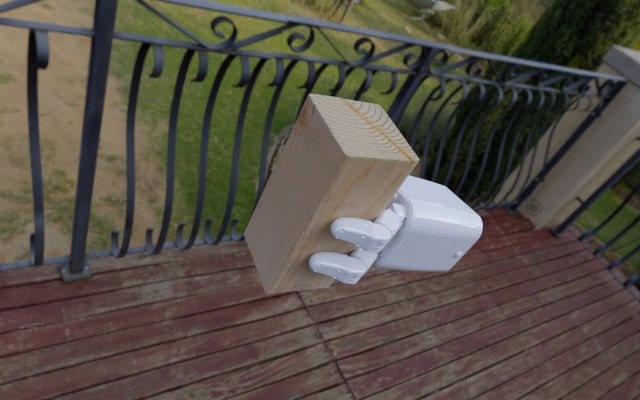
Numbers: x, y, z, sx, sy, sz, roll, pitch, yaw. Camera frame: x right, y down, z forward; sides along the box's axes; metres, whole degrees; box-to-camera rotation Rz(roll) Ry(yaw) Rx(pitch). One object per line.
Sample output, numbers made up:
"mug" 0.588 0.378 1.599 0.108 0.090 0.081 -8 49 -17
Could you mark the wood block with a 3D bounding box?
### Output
"wood block" 0.000 0.001 0.511 0.090 0.090 0.206 1 -44 -33
